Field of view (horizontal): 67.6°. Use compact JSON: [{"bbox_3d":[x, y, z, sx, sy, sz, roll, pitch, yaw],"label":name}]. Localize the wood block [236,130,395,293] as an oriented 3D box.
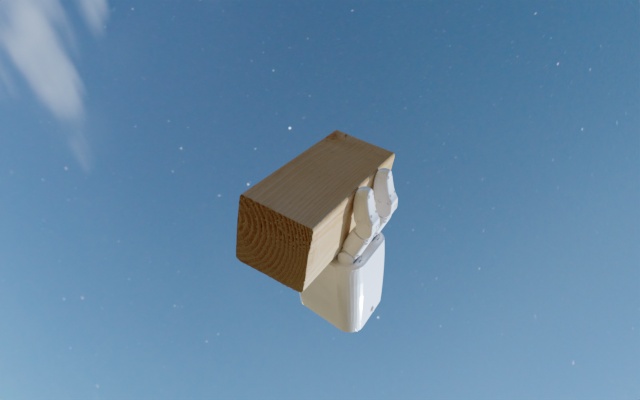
[{"bbox_3d":[0.000,0.002,0.568,0.091,0.090,0.206,24,36,20],"label":"wood block"}]
